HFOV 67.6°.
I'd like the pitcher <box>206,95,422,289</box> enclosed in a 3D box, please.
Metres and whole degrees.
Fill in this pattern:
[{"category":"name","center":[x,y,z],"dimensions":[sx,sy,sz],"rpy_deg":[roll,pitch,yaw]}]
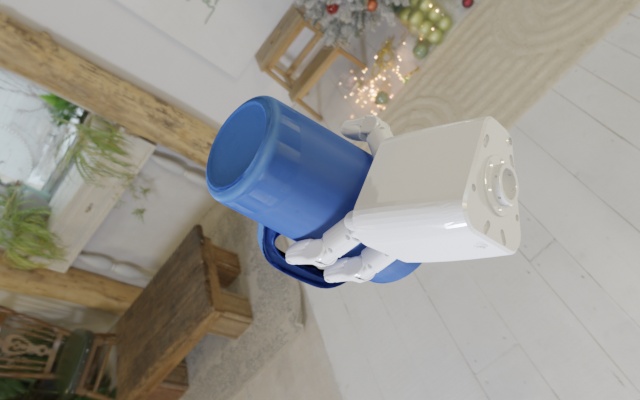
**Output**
[{"category":"pitcher","center":[0.000,0.002,0.507],"dimensions":[0.145,0.149,0.243],"rpy_deg":[-9,-28,45]}]
